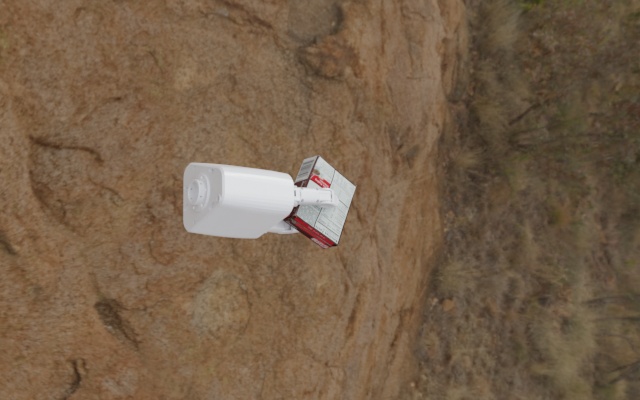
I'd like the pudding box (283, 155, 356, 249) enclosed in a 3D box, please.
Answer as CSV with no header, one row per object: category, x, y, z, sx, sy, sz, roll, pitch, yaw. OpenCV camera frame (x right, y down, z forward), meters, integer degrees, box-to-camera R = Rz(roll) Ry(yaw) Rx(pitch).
pudding box,0.000,0.002,0.713,0.090,0.113,0.039,38,-32,-29
